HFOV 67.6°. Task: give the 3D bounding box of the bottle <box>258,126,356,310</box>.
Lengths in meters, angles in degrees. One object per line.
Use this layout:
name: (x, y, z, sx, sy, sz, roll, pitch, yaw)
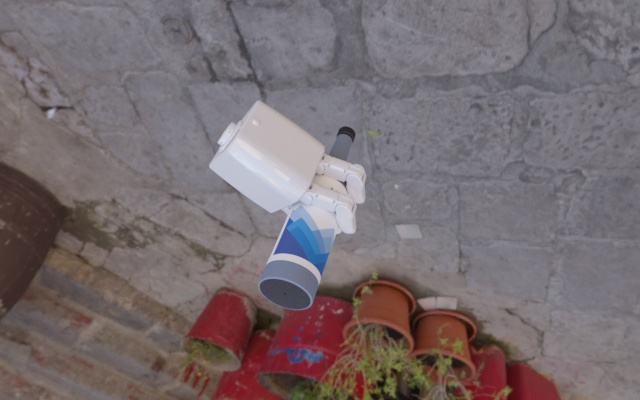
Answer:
bottle: (0.000, 0.002, 0.641, 0.069, 0.295, 0.069, 12, -40, 11)
